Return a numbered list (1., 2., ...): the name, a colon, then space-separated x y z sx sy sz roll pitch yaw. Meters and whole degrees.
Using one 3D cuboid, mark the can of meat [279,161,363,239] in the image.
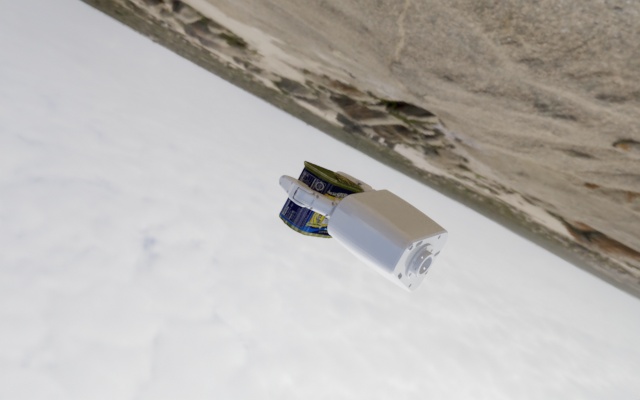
1. can of meat: 0.000 0.002 0.648 0.057 0.084 0.102 34 11 32
